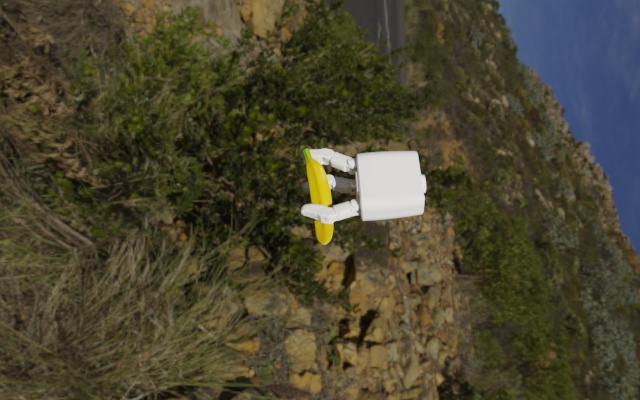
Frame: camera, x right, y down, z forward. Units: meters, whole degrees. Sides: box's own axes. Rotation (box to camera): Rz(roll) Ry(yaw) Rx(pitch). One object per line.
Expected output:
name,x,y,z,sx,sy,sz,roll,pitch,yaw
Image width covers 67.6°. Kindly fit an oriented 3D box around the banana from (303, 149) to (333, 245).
banana,0.002,0.008,0.851,0.037,0.198,0.069,-9,28,-2
